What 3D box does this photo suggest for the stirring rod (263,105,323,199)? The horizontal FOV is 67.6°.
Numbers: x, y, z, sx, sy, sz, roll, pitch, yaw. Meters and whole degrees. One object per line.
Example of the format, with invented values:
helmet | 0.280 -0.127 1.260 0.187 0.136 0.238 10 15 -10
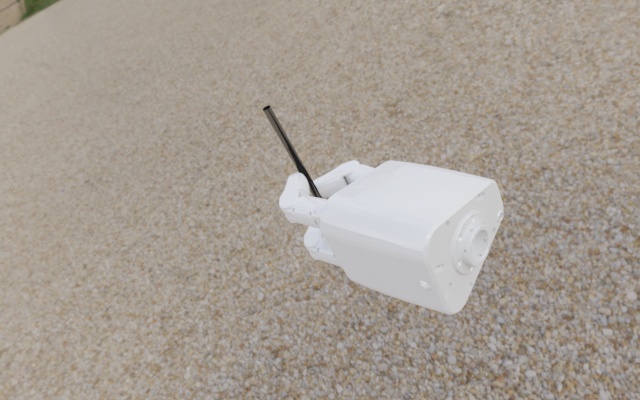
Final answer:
stirring rod | 0.000 0.002 0.504 0.011 0.240 0.011 -19 36 15
